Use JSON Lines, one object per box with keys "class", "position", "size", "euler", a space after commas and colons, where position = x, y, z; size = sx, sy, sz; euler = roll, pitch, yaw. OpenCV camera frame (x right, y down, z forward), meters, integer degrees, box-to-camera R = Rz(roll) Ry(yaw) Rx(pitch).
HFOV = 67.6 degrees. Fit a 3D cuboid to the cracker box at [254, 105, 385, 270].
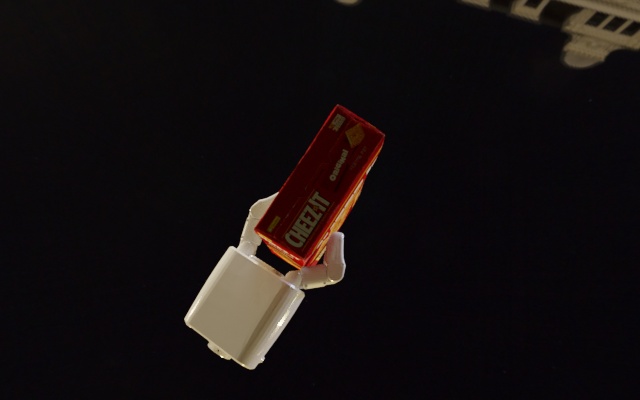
{"class": "cracker box", "position": [0.000, 0.002, 0.596], "size": [0.072, 0.164, 0.214], "euler": [32, -11, 5]}
